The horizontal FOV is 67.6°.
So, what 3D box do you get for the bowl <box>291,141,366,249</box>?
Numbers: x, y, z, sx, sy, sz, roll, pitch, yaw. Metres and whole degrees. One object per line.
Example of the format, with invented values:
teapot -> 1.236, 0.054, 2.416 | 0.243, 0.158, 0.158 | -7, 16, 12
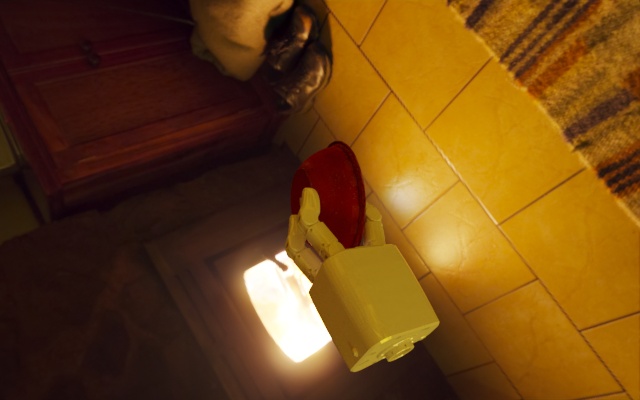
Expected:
bowl -> -0.001, 0.001, 0.630 | 0.055, 0.162, 0.162 | -2, 1, -21
